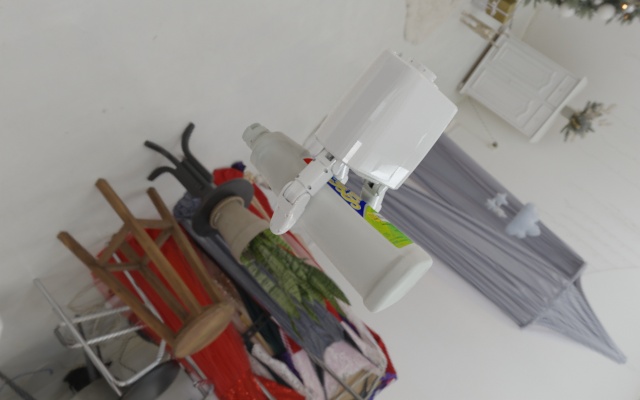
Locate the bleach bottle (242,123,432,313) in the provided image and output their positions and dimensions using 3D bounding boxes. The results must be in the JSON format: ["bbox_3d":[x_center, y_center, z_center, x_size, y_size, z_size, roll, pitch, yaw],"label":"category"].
[{"bbox_3d":[0.000,0.002,0.508,0.250,0.068,0.102,44,17,20],"label":"bleach bottle"}]
